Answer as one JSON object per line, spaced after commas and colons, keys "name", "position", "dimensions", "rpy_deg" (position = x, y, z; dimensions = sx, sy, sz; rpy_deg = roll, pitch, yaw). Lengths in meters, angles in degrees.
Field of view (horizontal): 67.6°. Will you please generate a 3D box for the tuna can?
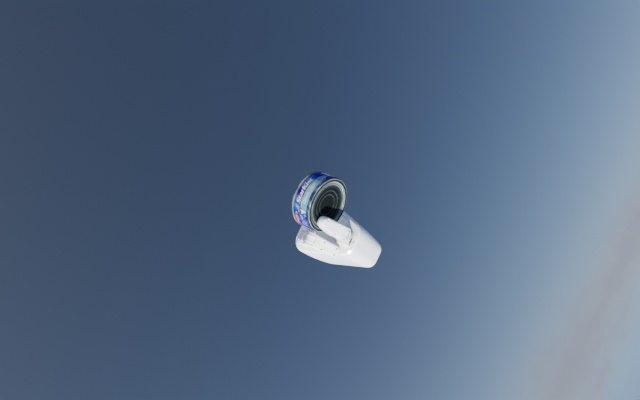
{"name": "tuna can", "position": [0.000, 0.002, 0.701], "dimensions": [0.033, 0.086, 0.086], "rpy_deg": [24, 15, 38]}
